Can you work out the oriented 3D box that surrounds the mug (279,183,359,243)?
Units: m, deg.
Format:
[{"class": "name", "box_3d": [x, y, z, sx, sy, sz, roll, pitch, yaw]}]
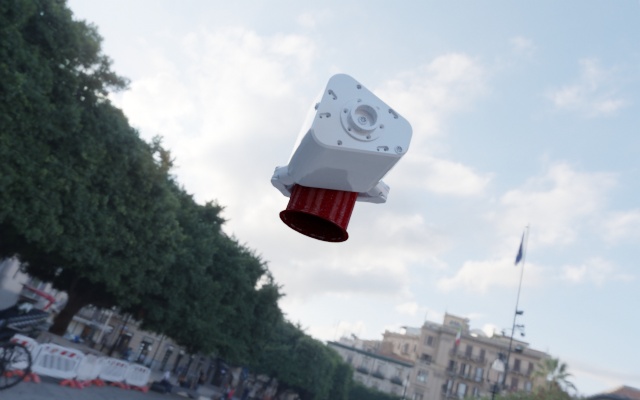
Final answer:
[{"class": "mug", "box_3d": [0.000, 0.002, 0.626, 0.093, 0.081, 0.117, 23, -22, -9]}]
